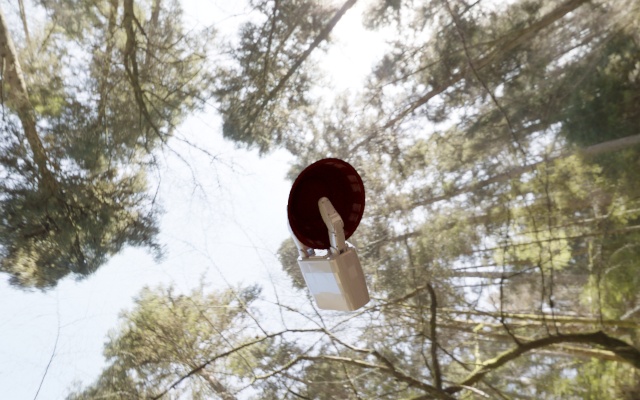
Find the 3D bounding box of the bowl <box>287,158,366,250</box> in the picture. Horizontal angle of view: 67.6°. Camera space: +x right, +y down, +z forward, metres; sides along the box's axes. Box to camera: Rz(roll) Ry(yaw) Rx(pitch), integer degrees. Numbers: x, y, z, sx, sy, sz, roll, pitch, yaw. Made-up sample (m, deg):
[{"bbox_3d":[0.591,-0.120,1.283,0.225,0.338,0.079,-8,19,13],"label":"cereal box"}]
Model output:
[{"bbox_3d":[0.000,0.001,0.841,0.162,0.162,0.055,0,10,-33],"label":"bowl"}]
